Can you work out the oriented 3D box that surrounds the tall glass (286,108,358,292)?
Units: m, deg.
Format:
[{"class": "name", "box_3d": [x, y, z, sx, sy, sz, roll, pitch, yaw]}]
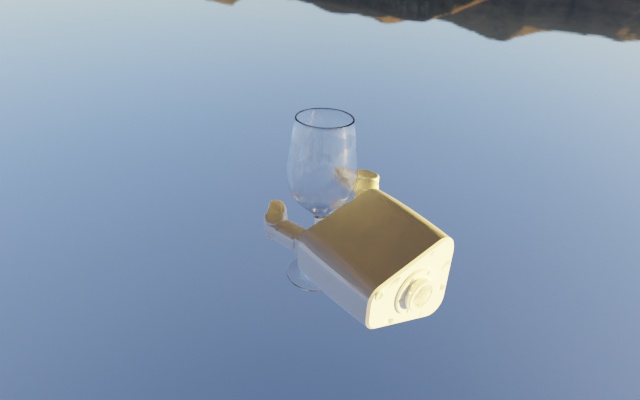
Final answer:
[{"class": "tall glass", "box_3d": [0.000, 0.002, 0.536, 0.079, 0.201, 0.079, 2, 29, -1]}]
